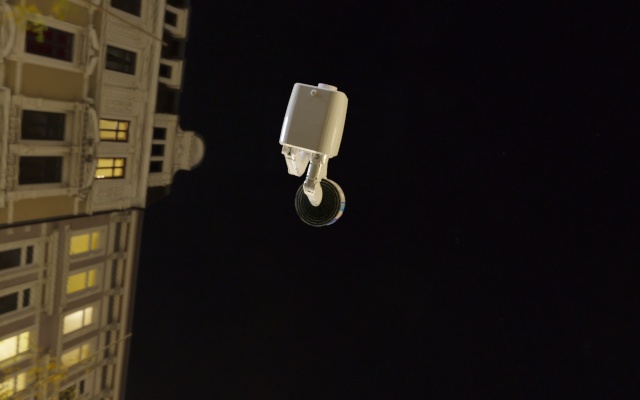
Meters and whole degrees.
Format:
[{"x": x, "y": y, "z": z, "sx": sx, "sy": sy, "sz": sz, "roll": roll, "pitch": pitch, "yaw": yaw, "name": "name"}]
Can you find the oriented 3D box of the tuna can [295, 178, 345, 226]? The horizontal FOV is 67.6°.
[{"x": 0.000, "y": 0.003, "z": 0.854, "sx": 0.086, "sy": 0.086, "sz": 0.034, "roll": 0, "pitch": 0, "yaw": 20, "name": "tuna can"}]
